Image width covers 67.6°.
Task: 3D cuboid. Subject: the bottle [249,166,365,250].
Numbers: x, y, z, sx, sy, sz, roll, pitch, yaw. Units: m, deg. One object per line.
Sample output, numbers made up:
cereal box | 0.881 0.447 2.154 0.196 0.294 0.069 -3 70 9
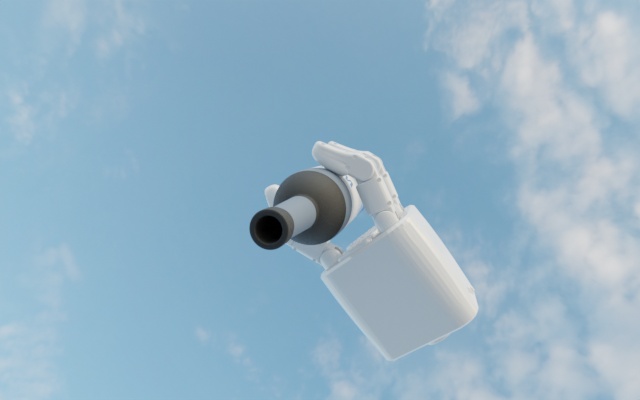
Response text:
bottle | 0.000 0.001 0.451 0.069 0.069 0.295 0 7 13
